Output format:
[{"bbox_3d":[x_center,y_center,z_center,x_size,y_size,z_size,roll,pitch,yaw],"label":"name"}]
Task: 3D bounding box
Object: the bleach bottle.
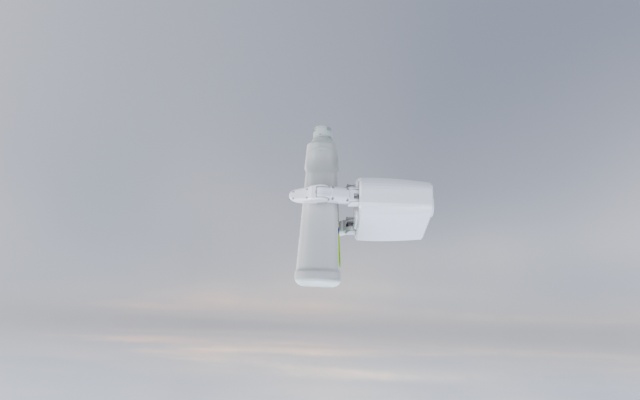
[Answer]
[{"bbox_3d":[0.000,0.002,0.732,0.068,0.250,0.102,2,-15,0],"label":"bleach bottle"}]
